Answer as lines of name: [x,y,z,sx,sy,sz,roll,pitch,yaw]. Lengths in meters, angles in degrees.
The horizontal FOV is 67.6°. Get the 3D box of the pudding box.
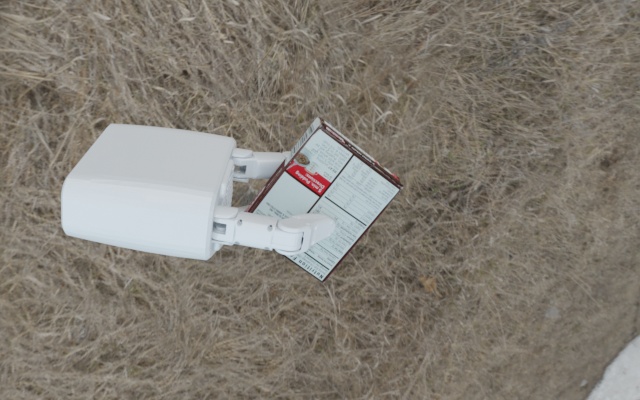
pudding box: [0.000,0.001,0.407,0.090,0.113,0.039,36,16,-12]
